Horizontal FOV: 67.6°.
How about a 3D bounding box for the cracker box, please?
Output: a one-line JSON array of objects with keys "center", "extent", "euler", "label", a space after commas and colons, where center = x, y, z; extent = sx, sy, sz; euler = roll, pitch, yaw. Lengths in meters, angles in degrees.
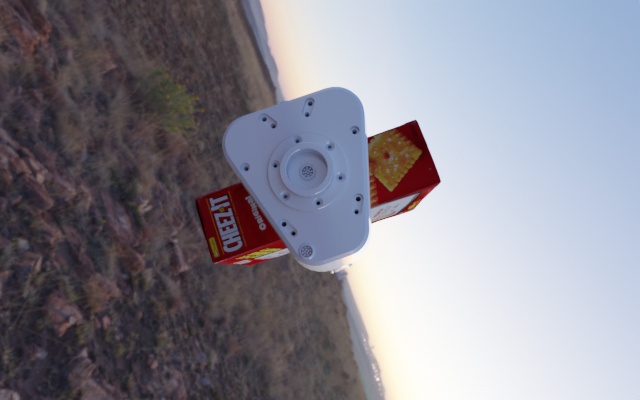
[{"center": [0.000, 0.002, 0.498], "extent": [0.214, 0.072, 0.164], "euler": [-19, -9, 0], "label": "cracker box"}]
